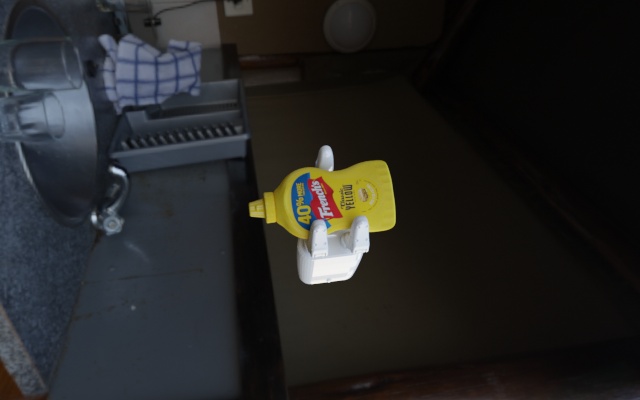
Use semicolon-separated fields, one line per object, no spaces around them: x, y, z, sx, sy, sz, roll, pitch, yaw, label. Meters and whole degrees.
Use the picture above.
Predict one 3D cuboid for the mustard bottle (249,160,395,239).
0.000;0.002;0.644;0.191;0.096;0.058;-6;-6;-8;mustard bottle
